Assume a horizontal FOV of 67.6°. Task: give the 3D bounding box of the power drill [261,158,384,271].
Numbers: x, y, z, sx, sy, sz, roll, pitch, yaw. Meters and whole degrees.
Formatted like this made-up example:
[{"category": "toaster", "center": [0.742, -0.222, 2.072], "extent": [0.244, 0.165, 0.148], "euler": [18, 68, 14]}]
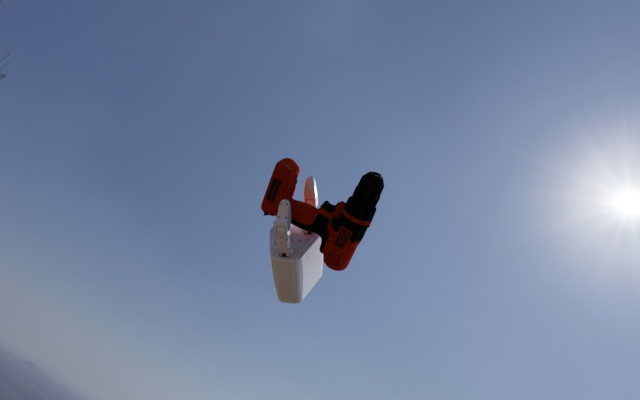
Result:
[{"category": "power drill", "center": [0.000, 0.003, 0.805], "extent": [0.187, 0.184, 0.057], "euler": [32, 22, 20]}]
